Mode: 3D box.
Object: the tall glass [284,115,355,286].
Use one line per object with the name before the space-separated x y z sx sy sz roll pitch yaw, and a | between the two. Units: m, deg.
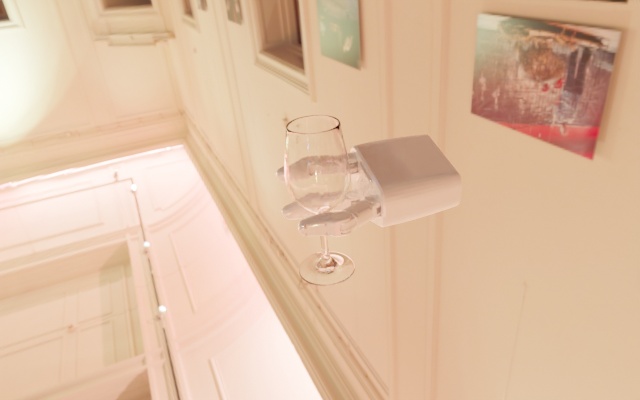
tall glass | 0.000 0.003 0.579 0.079 0.201 0.079 -5 29 3
